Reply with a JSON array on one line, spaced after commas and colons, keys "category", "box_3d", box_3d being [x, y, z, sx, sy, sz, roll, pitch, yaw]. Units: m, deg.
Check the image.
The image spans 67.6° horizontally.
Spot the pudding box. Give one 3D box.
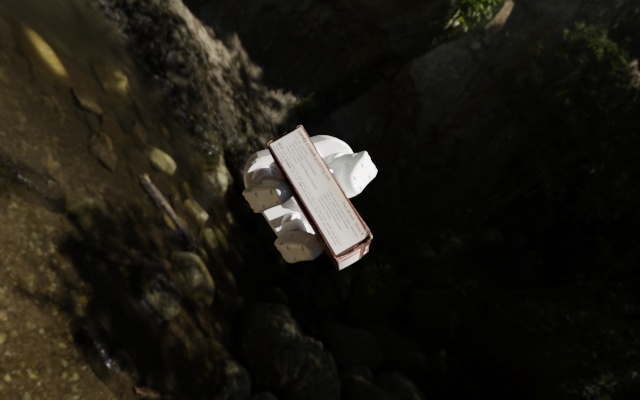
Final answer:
[{"category": "pudding box", "box_3d": [0.000, 0.001, 0.415, 0.039, 0.113, 0.090, -33, -13, -3]}]
